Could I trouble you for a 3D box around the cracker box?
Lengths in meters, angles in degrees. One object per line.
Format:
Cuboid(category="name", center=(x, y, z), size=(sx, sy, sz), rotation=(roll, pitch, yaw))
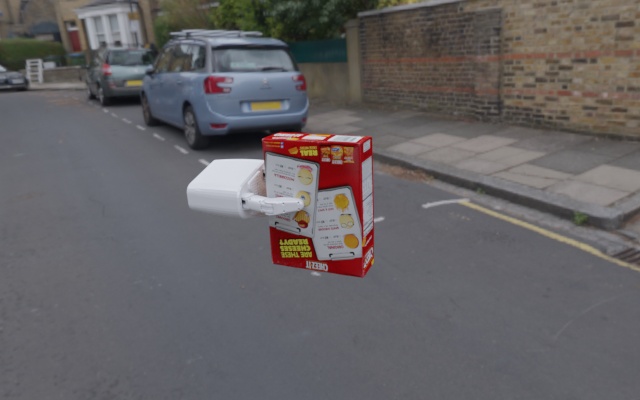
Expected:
Cuboid(category="cracker box", center=(0.000, 0.002, 0.760), size=(0.164, 0.214, 0.072), rotation=(5, 20, 24))
